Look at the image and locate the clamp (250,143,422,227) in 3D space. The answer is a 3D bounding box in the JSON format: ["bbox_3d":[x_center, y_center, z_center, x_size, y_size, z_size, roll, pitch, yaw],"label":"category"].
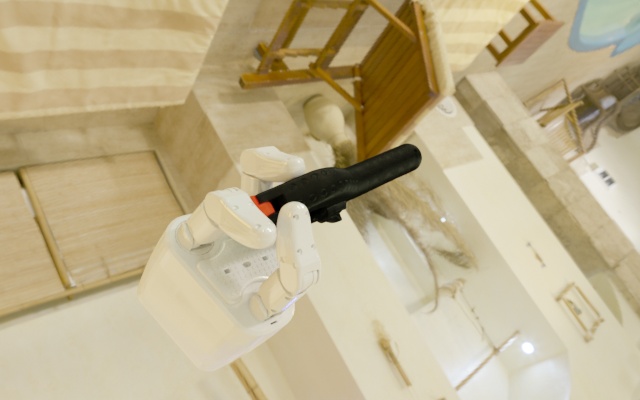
[{"bbox_3d":[0.000,0.002,0.400,0.171,0.039,0.120,-16,-23,-43],"label":"clamp"}]
